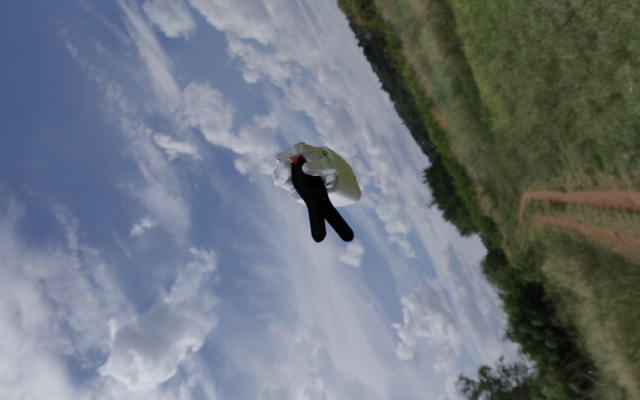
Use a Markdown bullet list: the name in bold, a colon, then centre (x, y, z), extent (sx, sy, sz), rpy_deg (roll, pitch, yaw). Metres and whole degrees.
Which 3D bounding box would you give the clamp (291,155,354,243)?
- **clamp**: centre (0.000, 0.003, 0.825), extent (0.039, 0.171, 0.120), rpy_deg (-29, -26, 19)
